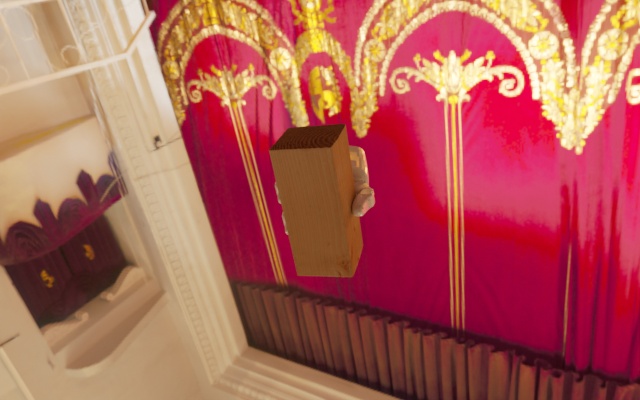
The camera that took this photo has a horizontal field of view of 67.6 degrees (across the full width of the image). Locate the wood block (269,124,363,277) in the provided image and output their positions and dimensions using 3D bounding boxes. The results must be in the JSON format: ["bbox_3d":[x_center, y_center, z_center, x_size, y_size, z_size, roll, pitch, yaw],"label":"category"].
[{"bbox_3d":[0.001,0.002,0.701,0.091,0.206,0.090,-2,28,18],"label":"wood block"}]
